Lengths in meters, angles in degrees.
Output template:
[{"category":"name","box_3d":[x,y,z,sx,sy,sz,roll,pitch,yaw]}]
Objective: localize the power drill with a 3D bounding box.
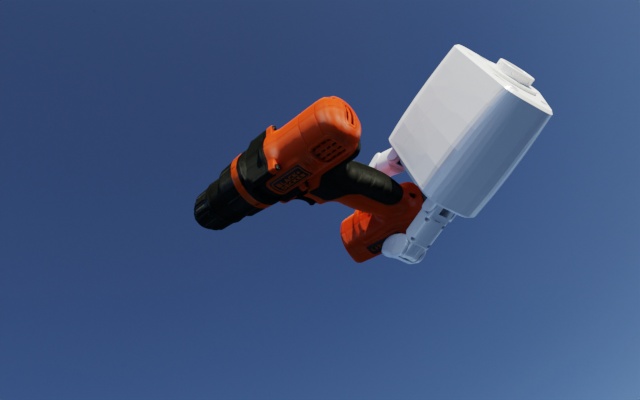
[{"category":"power drill","box_3d":[0.001,0.001,0.451,0.184,0.057,0.188,-30,-40,32]}]
